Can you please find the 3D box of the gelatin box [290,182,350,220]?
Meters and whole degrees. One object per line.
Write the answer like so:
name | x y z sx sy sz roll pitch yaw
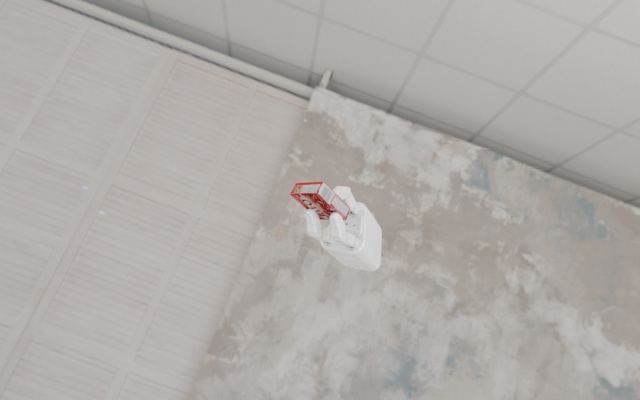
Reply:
gelatin box | 0.000 0.002 0.873 0.073 0.030 0.089 0 -35 45
